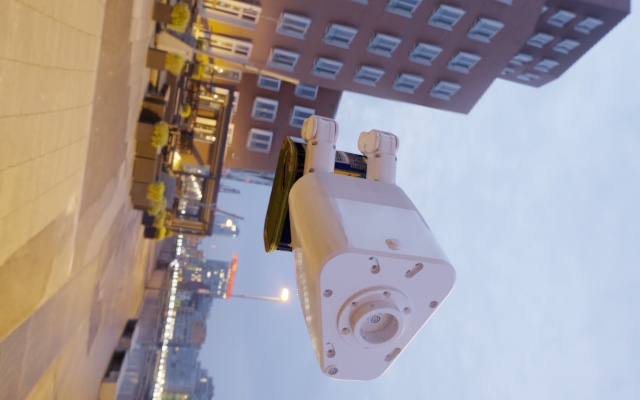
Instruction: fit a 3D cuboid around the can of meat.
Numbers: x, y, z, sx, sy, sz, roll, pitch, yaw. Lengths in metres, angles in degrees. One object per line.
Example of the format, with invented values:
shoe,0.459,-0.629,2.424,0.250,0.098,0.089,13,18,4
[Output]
can of meat,0.000,0.002,0.432,0.084,0.102,0.057,9,22,-15
